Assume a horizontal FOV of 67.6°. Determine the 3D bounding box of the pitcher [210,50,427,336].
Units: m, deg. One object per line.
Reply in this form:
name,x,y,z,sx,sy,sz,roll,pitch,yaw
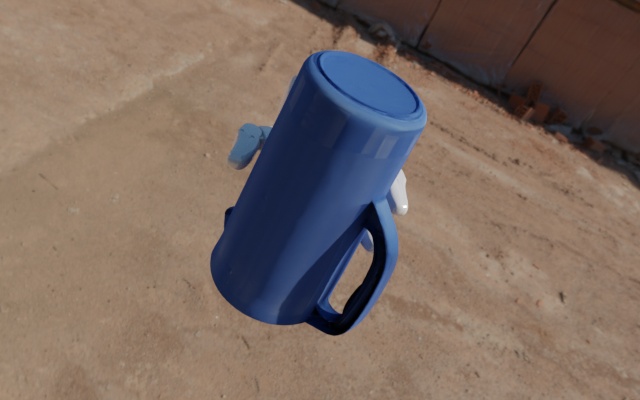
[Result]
pitcher,0.000,0.001,0.437,0.149,0.243,0.145,19,37,-13
